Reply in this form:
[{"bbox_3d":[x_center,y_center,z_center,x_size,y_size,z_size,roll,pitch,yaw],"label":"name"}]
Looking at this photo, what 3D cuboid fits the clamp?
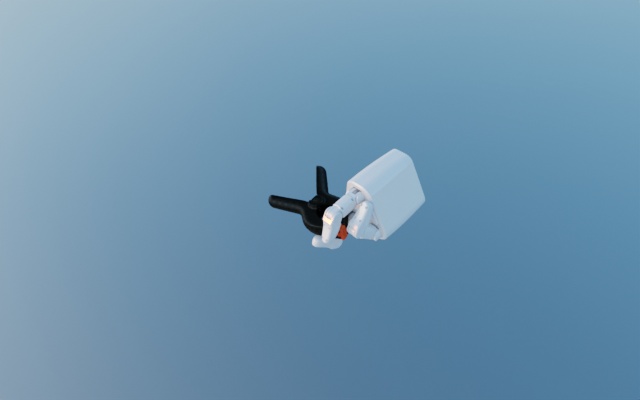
[{"bbox_3d":[0.000,0.002,0.828,0.171,0.120,0.039,35,-18,37],"label":"clamp"}]
